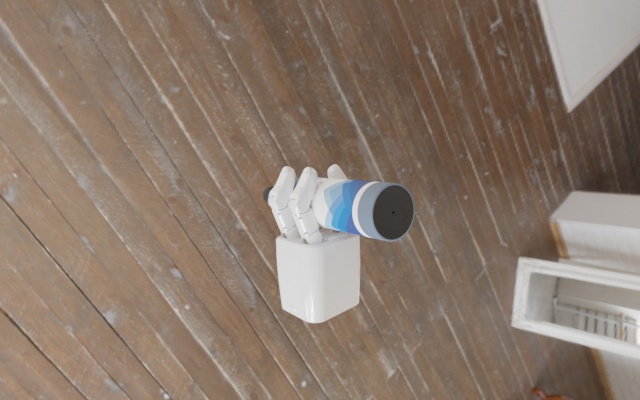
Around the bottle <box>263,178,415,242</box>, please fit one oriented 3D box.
[{"bbox_3d":[0.000,0.002,0.658,0.069,0.069,0.295,0,4,-34],"label":"bottle"}]
